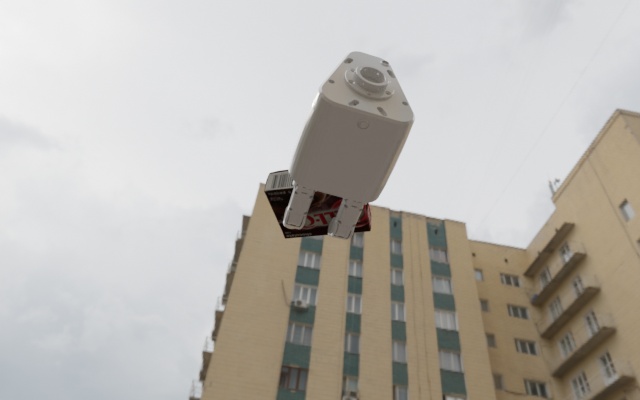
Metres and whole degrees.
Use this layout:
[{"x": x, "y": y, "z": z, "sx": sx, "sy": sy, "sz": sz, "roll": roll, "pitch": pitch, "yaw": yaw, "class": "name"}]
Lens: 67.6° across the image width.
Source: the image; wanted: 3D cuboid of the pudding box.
[{"x": 0.000, "y": 0.002, "z": 0.572, "sx": 0.113, "sy": 0.039, "sz": 0.090, "roll": -4, "pitch": -44, "yaw": 13, "class": "pudding box"}]
